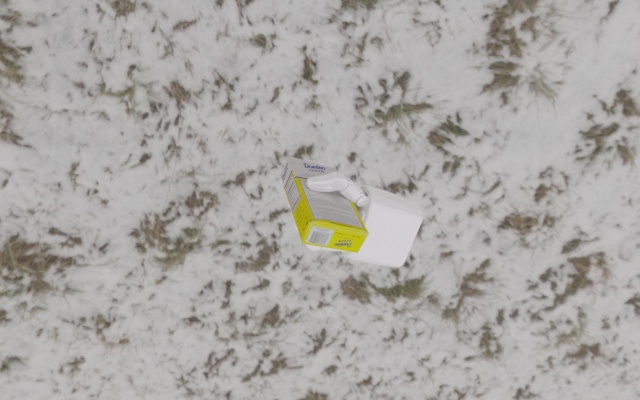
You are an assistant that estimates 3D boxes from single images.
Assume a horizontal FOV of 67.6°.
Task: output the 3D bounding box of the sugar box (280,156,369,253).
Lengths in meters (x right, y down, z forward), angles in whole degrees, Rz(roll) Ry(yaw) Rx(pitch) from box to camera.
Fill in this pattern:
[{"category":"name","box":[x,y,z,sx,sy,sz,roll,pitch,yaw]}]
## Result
[{"category":"sugar box","box":[0.000,0.003,0.730,0.093,0.048,0.176,13,28,-24]}]
